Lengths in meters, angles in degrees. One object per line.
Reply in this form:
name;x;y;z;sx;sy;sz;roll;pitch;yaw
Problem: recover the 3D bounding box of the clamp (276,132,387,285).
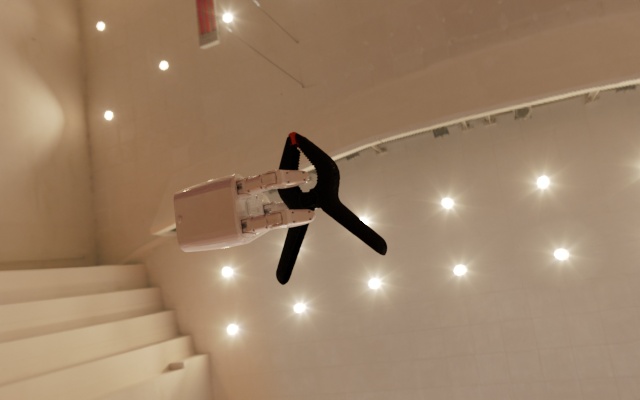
clamp;0.000;0.002;0.665;0.164;0.210;0.036;-12;-9;20
